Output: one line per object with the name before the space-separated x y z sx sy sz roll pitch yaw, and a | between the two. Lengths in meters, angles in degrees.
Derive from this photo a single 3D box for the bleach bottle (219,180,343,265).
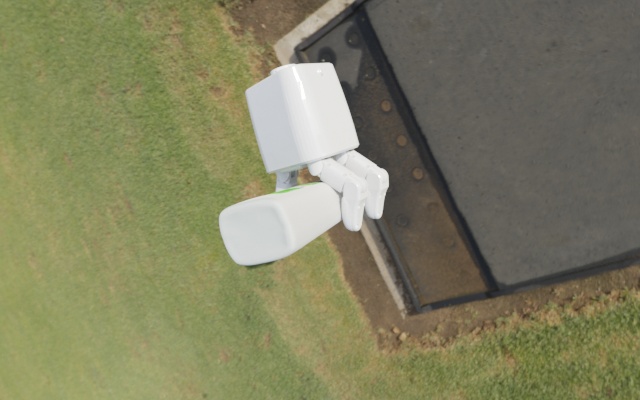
bleach bottle | 0.000 0.002 0.586 0.102 0.068 0.250 -14 6 36
